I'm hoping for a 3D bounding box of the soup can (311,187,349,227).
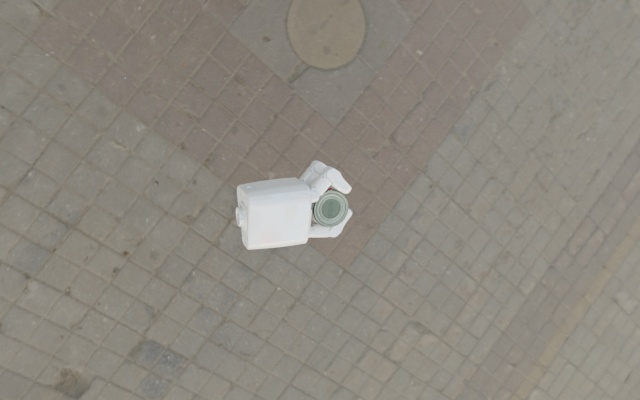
[{"bbox_3d":[0.001,0.003,0.859,0.068,0.068,0.102,0,13,-22],"label":"soup can"}]
